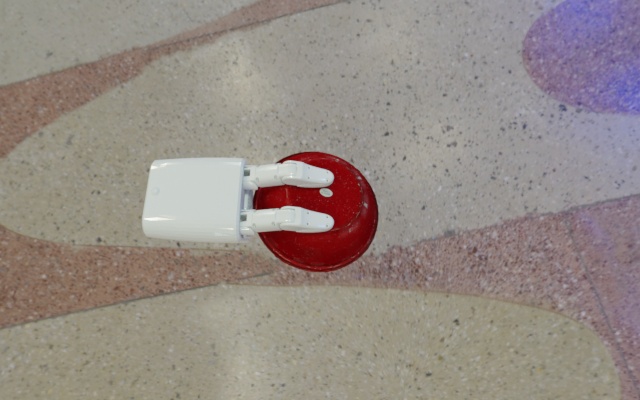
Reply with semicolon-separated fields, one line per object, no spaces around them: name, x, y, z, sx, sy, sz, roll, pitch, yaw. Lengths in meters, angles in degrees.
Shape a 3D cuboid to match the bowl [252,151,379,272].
bowl;0.001;0.002;0.577;0.162;0.162;0.055;0;-21;-12
